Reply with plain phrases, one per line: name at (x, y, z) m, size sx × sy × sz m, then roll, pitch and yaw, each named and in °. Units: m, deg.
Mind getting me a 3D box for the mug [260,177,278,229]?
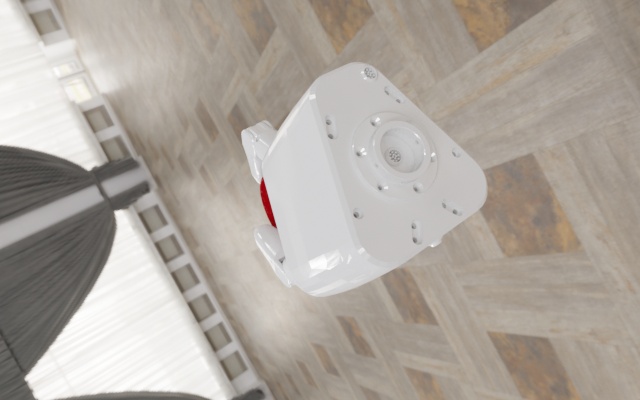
mug at (-0.001, 0.002, 0.407) m, size 0.081 × 0.093 × 0.117 m, roll -29°, pitch -7°, yaw -25°
